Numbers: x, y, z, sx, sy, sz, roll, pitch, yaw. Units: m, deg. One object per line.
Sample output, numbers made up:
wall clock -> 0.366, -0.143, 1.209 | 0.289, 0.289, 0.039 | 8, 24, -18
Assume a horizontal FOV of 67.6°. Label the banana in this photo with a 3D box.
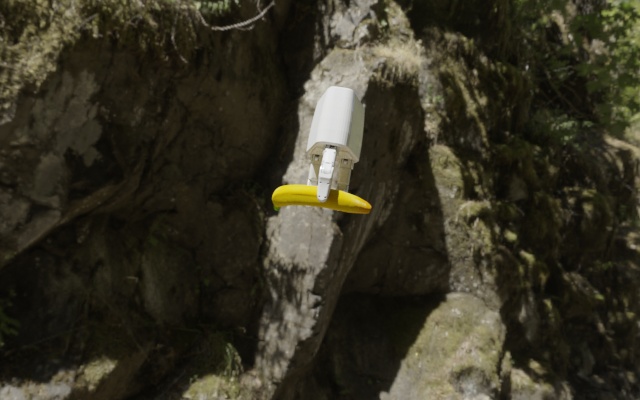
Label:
banana -> -0.011, -0.003, 0.837 | 0.198, 0.037, 0.070 | 3, -16, 28
